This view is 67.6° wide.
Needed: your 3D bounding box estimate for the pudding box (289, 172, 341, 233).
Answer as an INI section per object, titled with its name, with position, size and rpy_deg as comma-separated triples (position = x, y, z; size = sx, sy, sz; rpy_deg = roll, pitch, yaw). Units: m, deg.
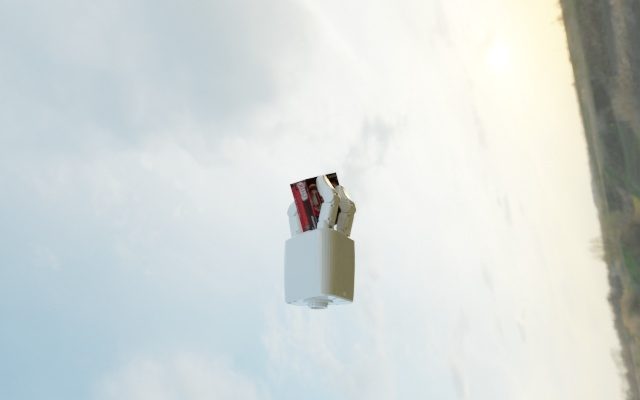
[pudding box]
position = 0.000, 0.003, 0.825
size = 0.039, 0.090, 0.113
rpy_deg = -14, 2, 29
